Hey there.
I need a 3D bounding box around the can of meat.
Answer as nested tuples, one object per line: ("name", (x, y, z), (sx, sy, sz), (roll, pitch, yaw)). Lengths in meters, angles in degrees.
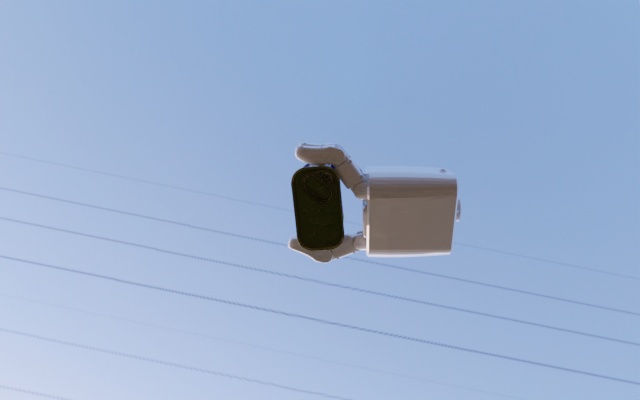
("can of meat", (0.000, 0.002, 0.601), (0.057, 0.102, 0.084), (-5, 11, 6))
